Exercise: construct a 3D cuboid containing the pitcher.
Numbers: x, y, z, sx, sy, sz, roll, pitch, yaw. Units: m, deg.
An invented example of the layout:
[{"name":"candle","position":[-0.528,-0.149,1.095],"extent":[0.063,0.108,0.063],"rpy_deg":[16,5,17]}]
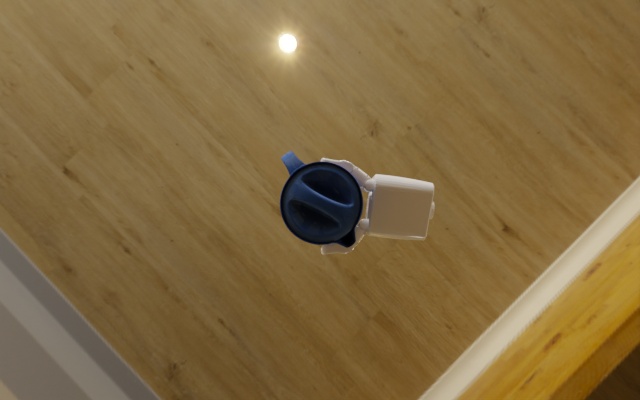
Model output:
[{"name":"pitcher","position":[0.000,0.003,0.872],"extent":[0.145,0.149,0.243],"rpy_deg":[7,-4,2]}]
